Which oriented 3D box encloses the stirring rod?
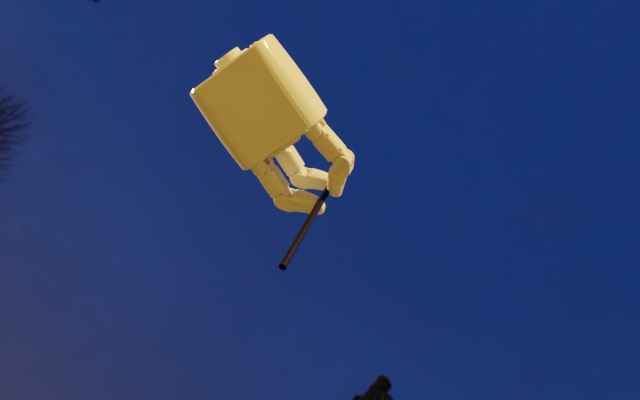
[{"bbox_3d":[0.000,0.002,0.552,0.011,0.011,0.239,0,31,21],"label":"stirring rod"}]
